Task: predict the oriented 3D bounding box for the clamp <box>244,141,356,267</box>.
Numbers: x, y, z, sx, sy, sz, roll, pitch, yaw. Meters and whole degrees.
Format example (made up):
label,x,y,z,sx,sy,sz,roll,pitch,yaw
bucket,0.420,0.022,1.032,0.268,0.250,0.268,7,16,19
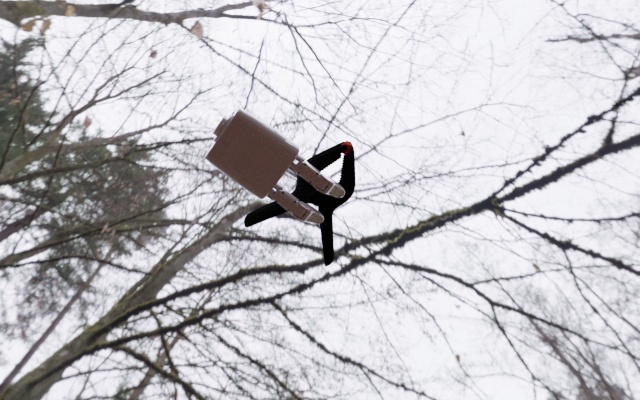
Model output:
label,x,y,z,sx,sy,sz,roll,pitch,yaw
clamp,0.000,0.002,0.767,0.164,0.210,0.036,34,16,-17
